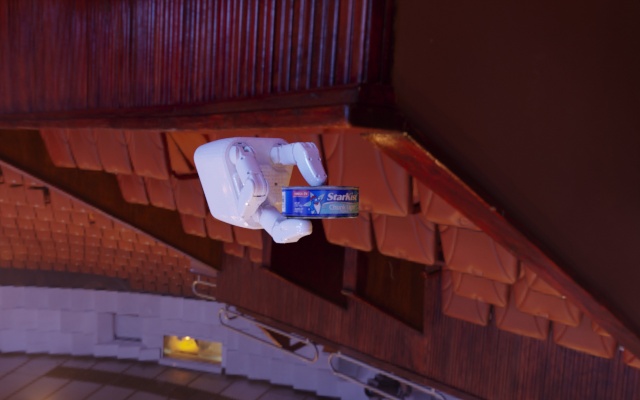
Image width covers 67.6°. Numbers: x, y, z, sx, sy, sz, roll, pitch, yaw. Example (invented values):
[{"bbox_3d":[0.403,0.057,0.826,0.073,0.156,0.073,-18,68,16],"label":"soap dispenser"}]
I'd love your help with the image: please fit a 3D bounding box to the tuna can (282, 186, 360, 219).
[{"bbox_3d":[0.000,0.002,0.525,0.086,0.034,0.086,0,0,0],"label":"tuna can"}]
